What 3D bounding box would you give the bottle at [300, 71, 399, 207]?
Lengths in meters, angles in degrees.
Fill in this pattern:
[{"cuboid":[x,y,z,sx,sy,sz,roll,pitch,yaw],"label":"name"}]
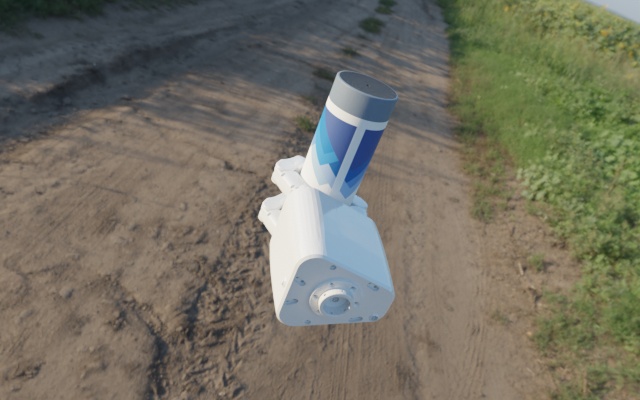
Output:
[{"cuboid":[0.000,0.002,0.553,0.069,0.296,0.069,16,31,-10],"label":"bottle"}]
